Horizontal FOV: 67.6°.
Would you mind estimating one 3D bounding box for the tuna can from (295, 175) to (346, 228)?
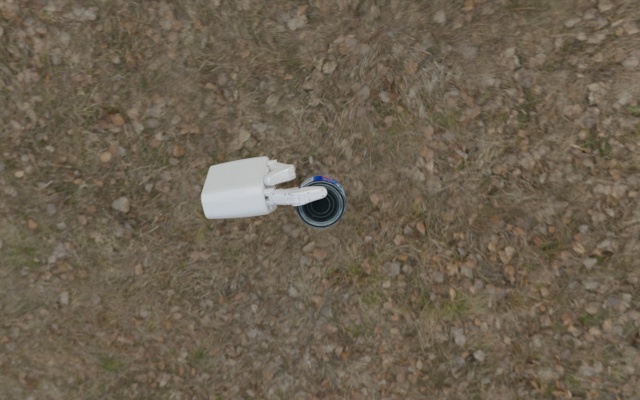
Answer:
[{"bbox_3d":[0.000,0.003,0.800,0.086,0.086,0.033,0,19,0],"label":"tuna can"}]
